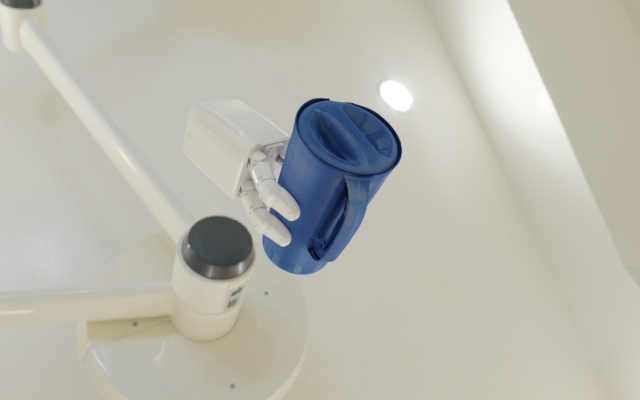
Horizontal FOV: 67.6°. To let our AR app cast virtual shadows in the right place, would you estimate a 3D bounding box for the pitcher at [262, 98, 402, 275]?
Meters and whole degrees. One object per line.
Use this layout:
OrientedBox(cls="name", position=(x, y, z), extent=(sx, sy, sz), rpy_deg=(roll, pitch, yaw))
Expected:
OrientedBox(cls="pitcher", position=(0.000, 0.002, 0.630), extent=(0.145, 0.243, 0.149), rpy_deg=(38, 46, 13))
